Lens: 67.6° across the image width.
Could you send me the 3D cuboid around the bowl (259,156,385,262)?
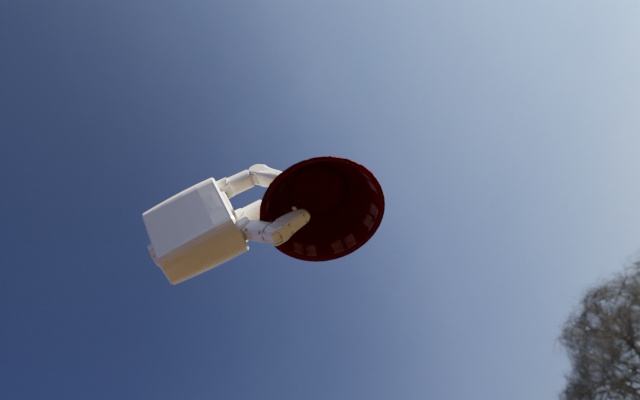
[{"bbox_3d":[0.001,0.002,0.629,0.162,0.162,0.055,0,33,-9],"label":"bowl"}]
